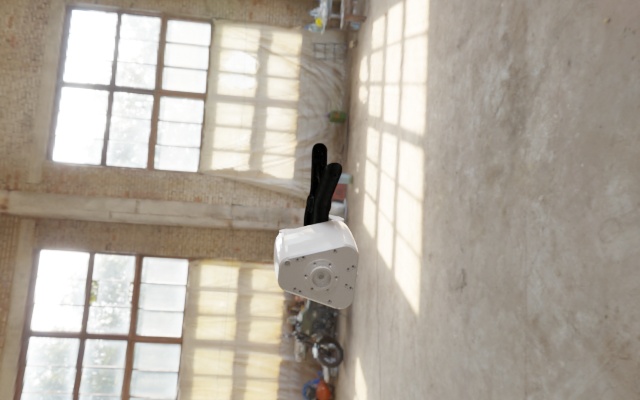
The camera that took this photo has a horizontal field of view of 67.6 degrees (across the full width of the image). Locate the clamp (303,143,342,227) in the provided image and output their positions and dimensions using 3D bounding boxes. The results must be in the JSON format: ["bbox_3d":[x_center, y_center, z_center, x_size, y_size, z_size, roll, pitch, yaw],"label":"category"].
[{"bbox_3d":[-0.001,0.002,0.734,0.039,0.171,0.120,3,12,-8],"label":"clamp"}]
